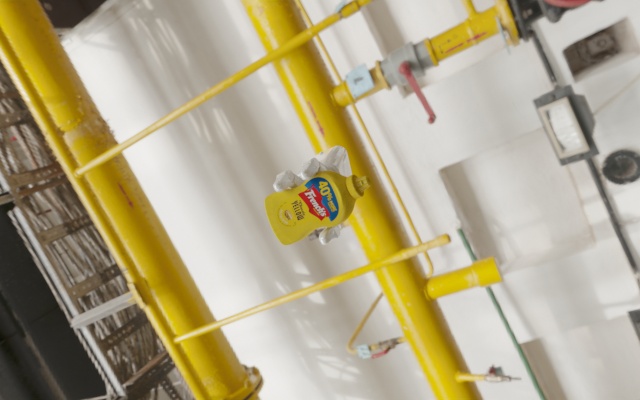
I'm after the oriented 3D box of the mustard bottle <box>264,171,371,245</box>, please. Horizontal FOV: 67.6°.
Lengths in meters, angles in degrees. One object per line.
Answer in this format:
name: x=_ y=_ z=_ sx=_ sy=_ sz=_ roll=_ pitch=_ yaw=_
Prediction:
mustard bottle: x=0.000 y=0.003 z=0.820 sx=0.192 sy=0.096 sz=0.058 roll=-24 pitch=-6 yaw=24
